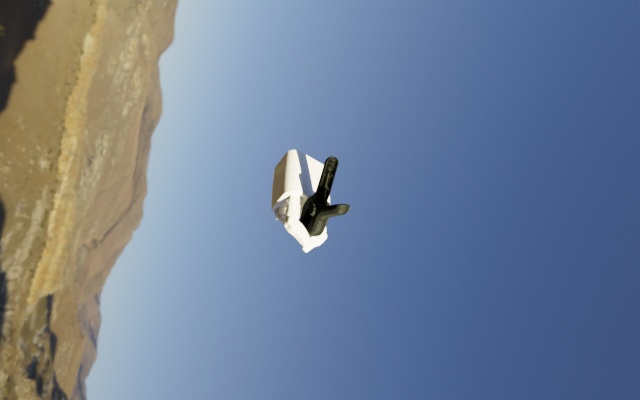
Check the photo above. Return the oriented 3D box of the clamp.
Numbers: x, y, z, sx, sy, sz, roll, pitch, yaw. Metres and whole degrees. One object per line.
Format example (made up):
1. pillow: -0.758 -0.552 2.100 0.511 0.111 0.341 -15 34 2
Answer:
1. clamp: 0.001 0.003 0.880 0.039 0.120 0.171 15 -35 -24
